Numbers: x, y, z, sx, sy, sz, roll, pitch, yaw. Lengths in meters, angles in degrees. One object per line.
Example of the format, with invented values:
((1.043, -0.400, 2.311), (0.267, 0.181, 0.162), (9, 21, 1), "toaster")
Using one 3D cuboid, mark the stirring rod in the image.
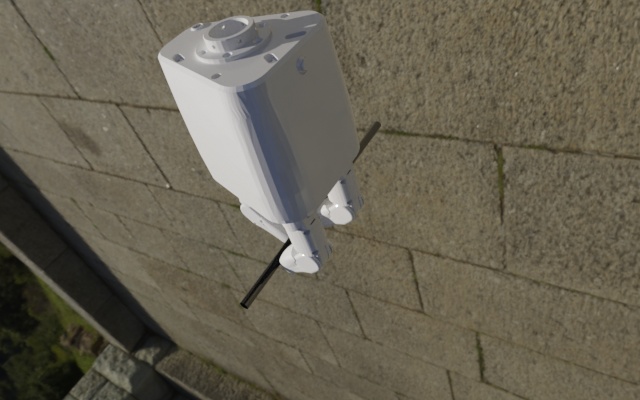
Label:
((0.000, 0.001, 0.441), (0.011, 0.011, 0.239), (0, 43, 44), "stirring rod")
